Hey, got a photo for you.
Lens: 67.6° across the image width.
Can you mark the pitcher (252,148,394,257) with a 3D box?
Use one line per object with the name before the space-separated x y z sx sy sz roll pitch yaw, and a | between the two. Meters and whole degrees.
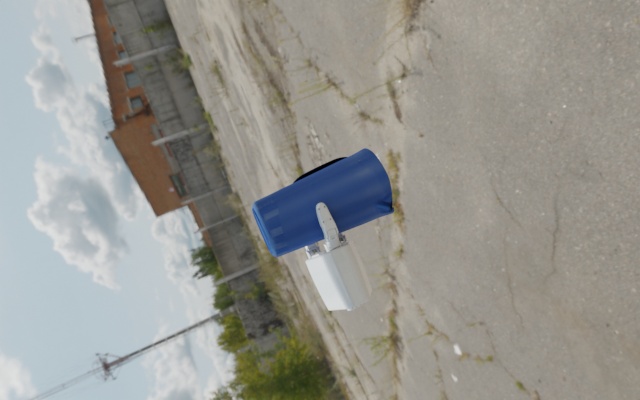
pitcher | 0.000 0.003 0.882 0.243 0.145 0.149 -23 -4 -11
